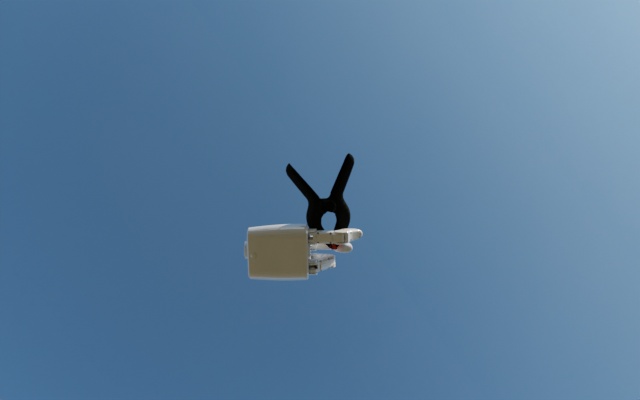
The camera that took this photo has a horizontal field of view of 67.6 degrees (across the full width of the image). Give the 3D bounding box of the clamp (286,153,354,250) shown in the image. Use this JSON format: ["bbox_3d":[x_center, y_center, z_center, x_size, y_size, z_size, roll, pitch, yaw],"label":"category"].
[{"bbox_3d":[0.000,0.003,0.847,0.120,0.171,0.039,-1,7,-1],"label":"clamp"}]
